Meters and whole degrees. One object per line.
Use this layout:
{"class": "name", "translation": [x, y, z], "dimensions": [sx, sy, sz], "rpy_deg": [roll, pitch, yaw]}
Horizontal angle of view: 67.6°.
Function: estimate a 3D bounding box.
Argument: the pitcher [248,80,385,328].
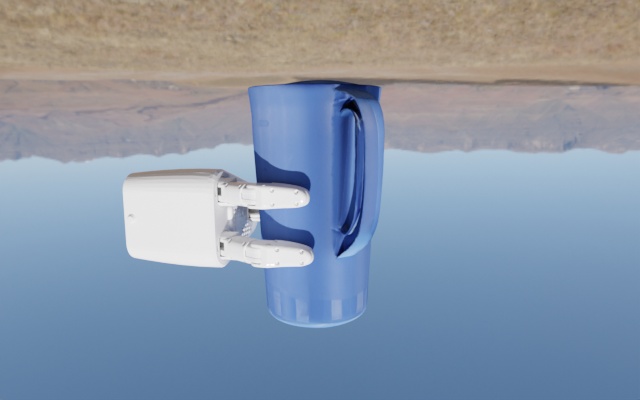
{"class": "pitcher", "translation": [0.000, 0.002, 0.487], "dimensions": [0.145, 0.243, 0.149], "rpy_deg": [2, 10, 15]}
